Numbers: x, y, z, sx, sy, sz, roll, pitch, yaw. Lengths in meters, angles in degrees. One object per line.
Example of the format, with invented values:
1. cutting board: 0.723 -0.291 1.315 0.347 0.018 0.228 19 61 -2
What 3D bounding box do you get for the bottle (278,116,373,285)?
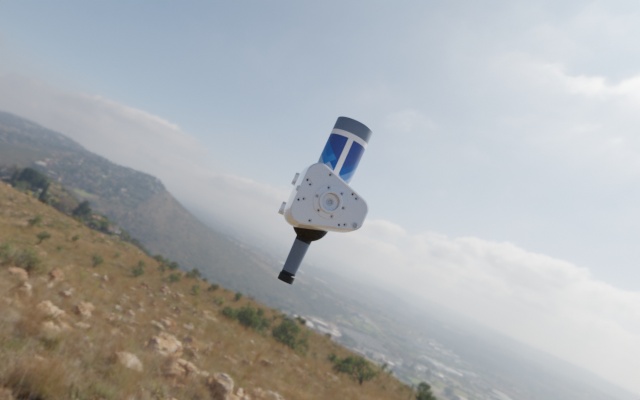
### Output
1. bottle: 0.000 0.002 0.816 0.069 0.295 0.069 24 -5 2
